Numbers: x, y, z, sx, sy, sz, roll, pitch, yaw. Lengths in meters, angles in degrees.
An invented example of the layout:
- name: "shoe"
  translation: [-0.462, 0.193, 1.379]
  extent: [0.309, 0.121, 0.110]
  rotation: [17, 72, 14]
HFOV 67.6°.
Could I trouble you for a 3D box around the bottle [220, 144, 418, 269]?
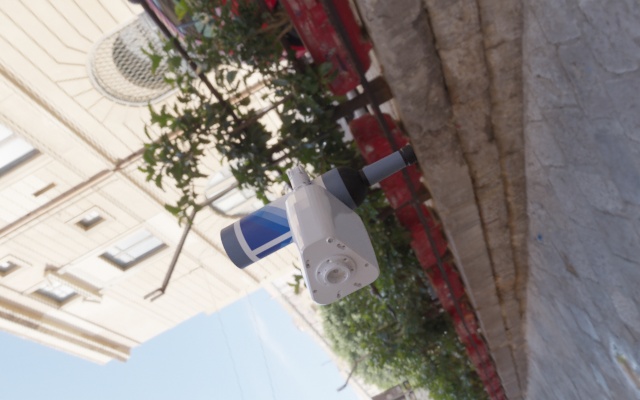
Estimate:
- name: "bottle"
  translation: [0.000, 0.002, 0.681]
  extent: [0.296, 0.069, 0.069]
  rotation: [-28, -4, 6]
